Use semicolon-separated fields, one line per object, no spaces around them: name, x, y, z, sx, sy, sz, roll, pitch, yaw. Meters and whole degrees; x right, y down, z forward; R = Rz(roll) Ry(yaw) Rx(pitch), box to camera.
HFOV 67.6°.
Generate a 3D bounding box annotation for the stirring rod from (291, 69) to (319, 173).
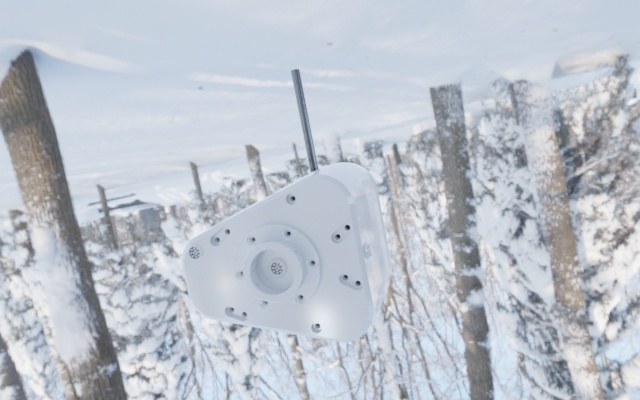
stirring rod;0.000;0.001;0.434;0.011;0.239;0.011;-11;4;1
